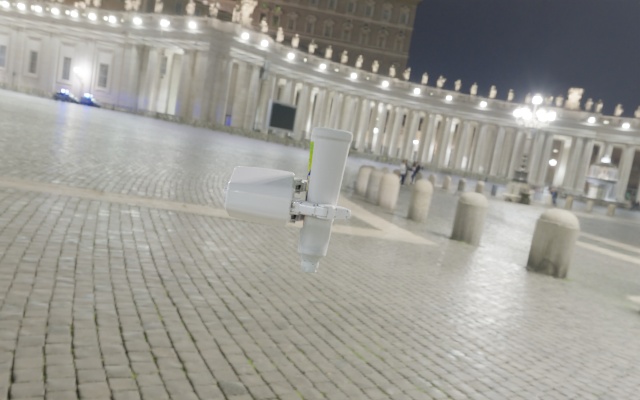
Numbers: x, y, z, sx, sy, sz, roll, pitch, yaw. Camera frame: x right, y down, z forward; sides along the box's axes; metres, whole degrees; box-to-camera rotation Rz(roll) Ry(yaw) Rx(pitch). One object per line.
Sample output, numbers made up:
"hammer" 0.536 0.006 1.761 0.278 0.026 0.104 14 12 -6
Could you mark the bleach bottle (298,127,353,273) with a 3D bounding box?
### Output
"bleach bottle" 0.000 0.003 0.828 0.068 0.251 0.102 9 6 -5
